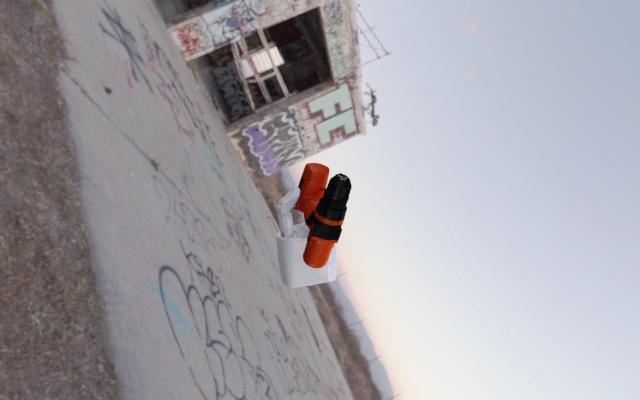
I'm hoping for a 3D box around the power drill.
[{"bbox_3d":[0.000,0.003,0.876,0.057,0.184,0.187,12,27,-16],"label":"power drill"}]
